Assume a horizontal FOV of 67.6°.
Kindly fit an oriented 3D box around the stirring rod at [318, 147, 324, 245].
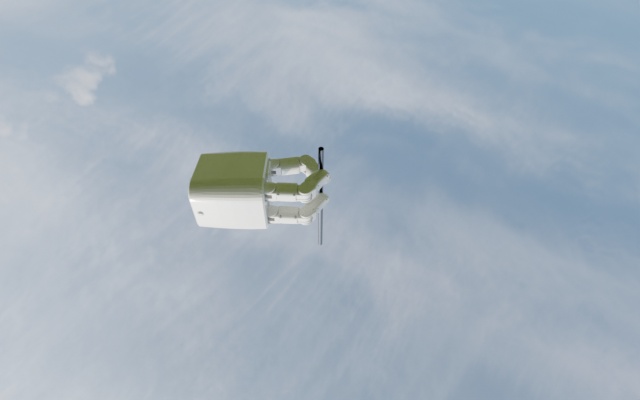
[{"bbox_3d":[0.000,0.002,0.754,0.011,0.011,0.240,0,-38,0],"label":"stirring rod"}]
